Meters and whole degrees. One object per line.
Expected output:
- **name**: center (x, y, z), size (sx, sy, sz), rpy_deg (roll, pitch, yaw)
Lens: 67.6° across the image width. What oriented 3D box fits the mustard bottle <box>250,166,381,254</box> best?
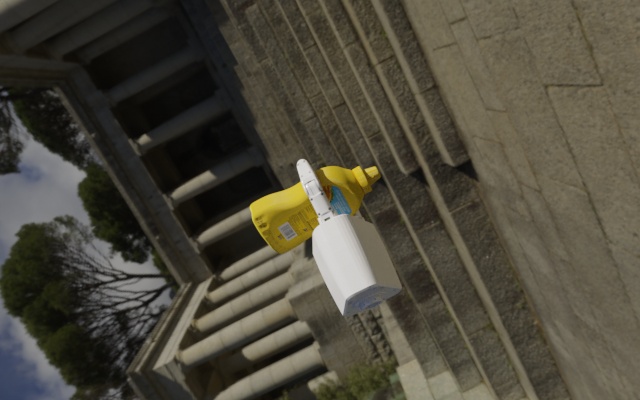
- **mustard bottle**: center (0.000, 0.002, 0.703), size (0.191, 0.096, 0.058), rpy_deg (-27, 40, 5)
